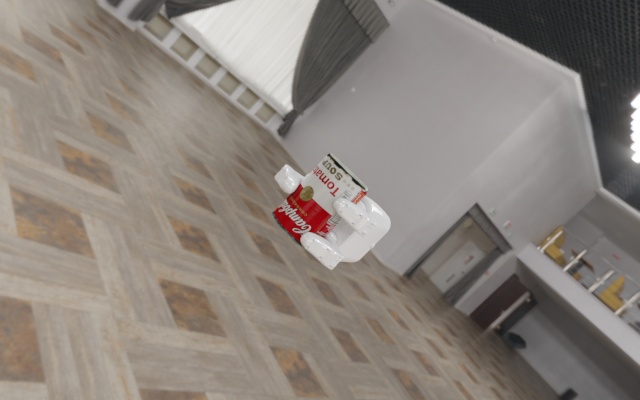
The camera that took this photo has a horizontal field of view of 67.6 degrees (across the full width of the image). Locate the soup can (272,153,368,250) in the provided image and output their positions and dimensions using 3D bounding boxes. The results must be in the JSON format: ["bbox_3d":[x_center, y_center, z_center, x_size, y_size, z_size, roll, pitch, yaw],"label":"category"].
[{"bbox_3d":[0.000,0.001,0.576,0.068,0.102,0.068,43,8,-7],"label":"soup can"}]
